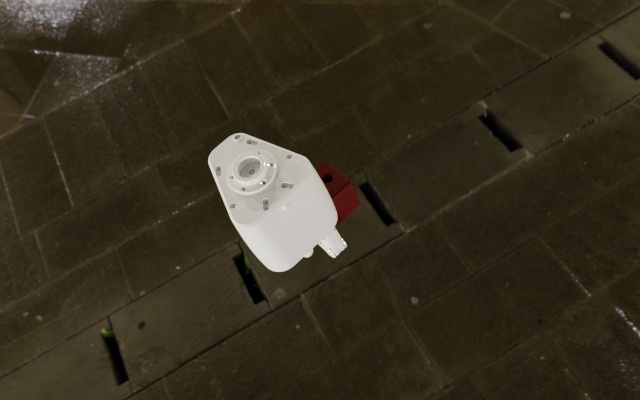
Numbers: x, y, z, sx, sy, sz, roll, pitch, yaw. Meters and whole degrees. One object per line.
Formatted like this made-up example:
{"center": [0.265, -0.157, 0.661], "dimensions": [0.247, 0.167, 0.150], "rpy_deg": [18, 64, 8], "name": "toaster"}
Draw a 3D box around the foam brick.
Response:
{"center": [0.000, 0.002, 0.579], "dimensions": [0.053, 0.078, 0.051], "rpy_deg": [39, -13, 37], "name": "foam brick"}
